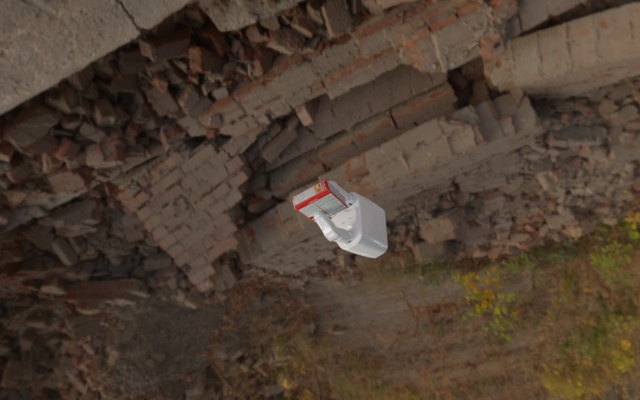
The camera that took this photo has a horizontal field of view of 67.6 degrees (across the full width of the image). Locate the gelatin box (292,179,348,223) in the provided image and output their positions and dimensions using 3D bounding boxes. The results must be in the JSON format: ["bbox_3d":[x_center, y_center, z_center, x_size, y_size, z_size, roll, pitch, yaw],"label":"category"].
[{"bbox_3d":[0.000,0.003,0.887,0.073,0.030,0.089,-27,-30,15],"label":"gelatin box"}]
